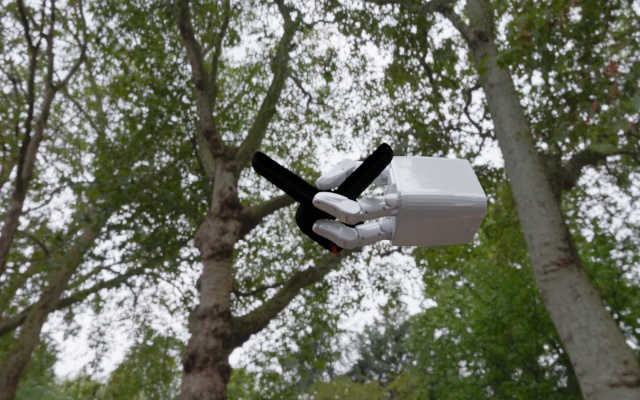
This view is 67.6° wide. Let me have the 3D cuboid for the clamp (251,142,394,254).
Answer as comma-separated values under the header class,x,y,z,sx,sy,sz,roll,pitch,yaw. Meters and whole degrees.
class,x,y,z,sx,sy,sz,roll,pitch,yaw
clamp,0.000,0.002,0.621,0.164,0.036,0.210,2,-38,0
